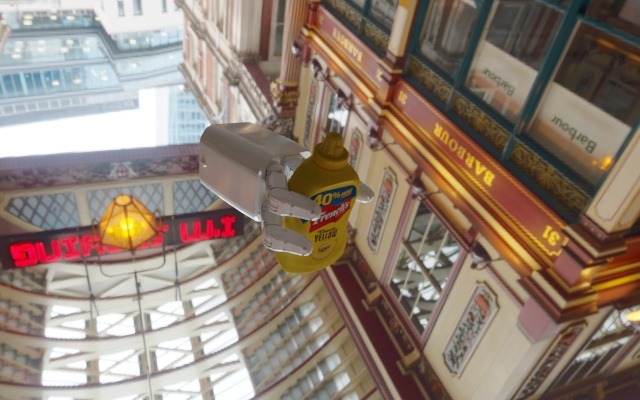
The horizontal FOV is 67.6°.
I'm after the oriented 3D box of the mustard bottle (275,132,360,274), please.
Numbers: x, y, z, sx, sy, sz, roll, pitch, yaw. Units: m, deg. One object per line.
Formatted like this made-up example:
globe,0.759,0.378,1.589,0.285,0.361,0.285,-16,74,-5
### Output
mustard bottle,0.000,0.002,0.585,0.096,0.192,0.058,-13,44,-29
